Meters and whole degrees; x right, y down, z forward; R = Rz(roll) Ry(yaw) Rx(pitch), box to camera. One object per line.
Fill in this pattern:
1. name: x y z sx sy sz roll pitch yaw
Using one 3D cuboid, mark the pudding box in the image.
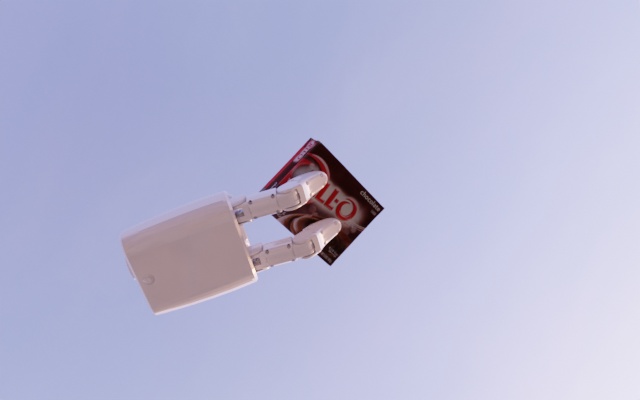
1. pudding box: 0.000 0.002 0.521 0.113 0.090 0.039 44 0 -25
